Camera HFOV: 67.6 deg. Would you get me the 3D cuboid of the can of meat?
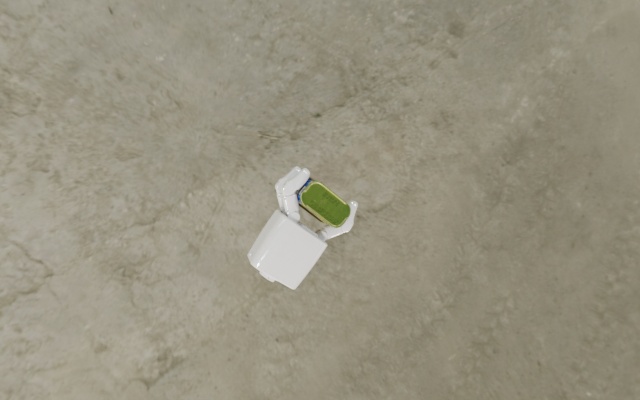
[{"bbox_3d":[0.000,0.003,0.875,0.102,0.057,0.084,38,-3,-15],"label":"can of meat"}]
